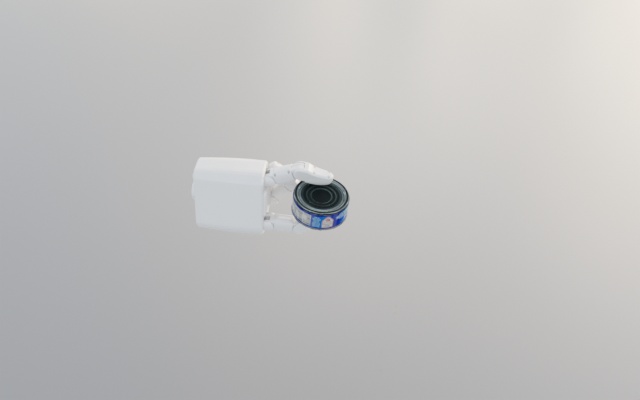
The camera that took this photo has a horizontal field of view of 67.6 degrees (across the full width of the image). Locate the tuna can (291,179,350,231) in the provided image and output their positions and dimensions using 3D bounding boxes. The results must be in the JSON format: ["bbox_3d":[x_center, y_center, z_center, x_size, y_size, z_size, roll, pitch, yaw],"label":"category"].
[{"bbox_3d":[0.000,0.002,0.712,0.086,0.034,0.086,4,44,-4],"label":"tuna can"}]
